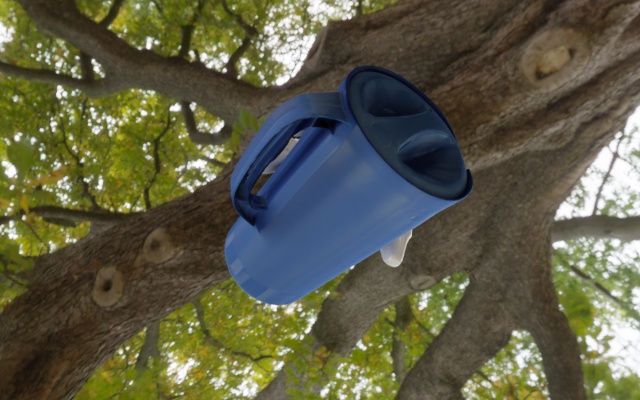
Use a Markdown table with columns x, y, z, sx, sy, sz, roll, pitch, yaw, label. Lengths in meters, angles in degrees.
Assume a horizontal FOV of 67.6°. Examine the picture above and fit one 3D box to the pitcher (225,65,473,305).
| x | y | z | sx | sy | sz | roll | pitch | yaw | label |
| --- | --- | --- | --- | --- | --- | --- | --- | --- | --- |
| 0.000 | 0.001 | 0.442 | 0.243 | 0.149 | 0.145 | -43 | 3 | 39 | pitcher |
